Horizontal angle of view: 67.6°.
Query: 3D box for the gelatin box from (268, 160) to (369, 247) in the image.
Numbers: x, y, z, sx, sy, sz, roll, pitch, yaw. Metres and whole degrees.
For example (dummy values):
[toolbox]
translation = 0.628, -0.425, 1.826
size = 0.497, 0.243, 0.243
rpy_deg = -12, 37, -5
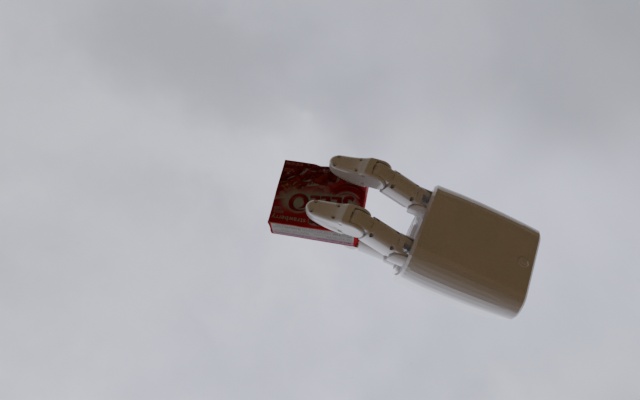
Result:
[gelatin box]
translation = 0.000, 0.002, 0.471
size = 0.089, 0.073, 0.030
rpy_deg = 9, -29, 7
